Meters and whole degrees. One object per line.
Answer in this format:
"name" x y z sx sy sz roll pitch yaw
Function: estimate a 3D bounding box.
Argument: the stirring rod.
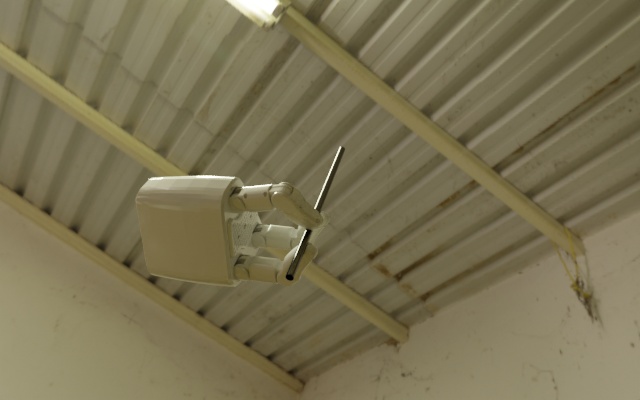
"stirring rod" 0.000 0.002 0.532 0.011 0.011 0.239 0 35 17
